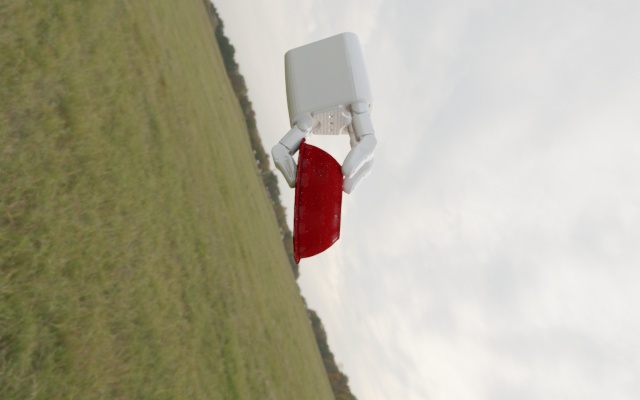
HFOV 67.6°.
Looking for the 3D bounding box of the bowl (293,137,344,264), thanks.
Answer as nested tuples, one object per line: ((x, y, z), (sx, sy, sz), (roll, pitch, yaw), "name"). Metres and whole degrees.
((0.000, 0.003, 0.608), (0.055, 0.162, 0.162), (3, 0, 2), "bowl")
